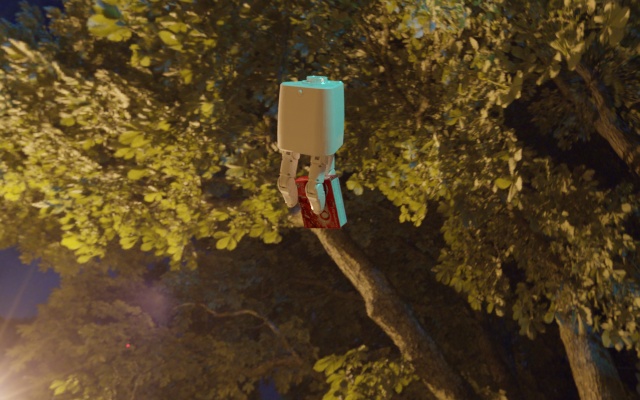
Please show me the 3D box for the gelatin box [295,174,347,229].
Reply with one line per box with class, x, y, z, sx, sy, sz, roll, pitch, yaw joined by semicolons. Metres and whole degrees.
gelatin box;0.000;0.003;0.806;0.073;0.089;0.030;-2;19;32
